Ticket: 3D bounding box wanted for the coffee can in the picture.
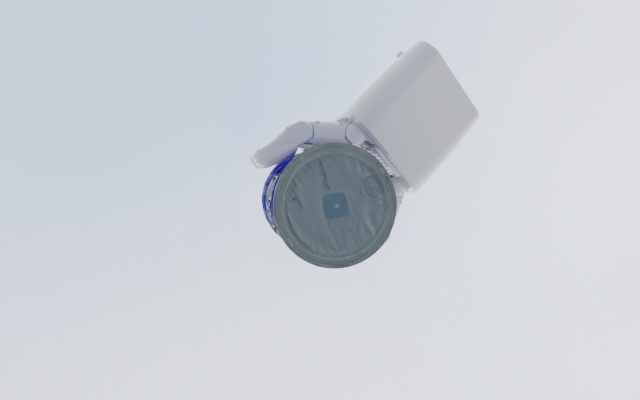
[{"bbox_3d":[0.000,0.002,0.452,0.103,0.103,0.140,0,2,-11],"label":"coffee can"}]
